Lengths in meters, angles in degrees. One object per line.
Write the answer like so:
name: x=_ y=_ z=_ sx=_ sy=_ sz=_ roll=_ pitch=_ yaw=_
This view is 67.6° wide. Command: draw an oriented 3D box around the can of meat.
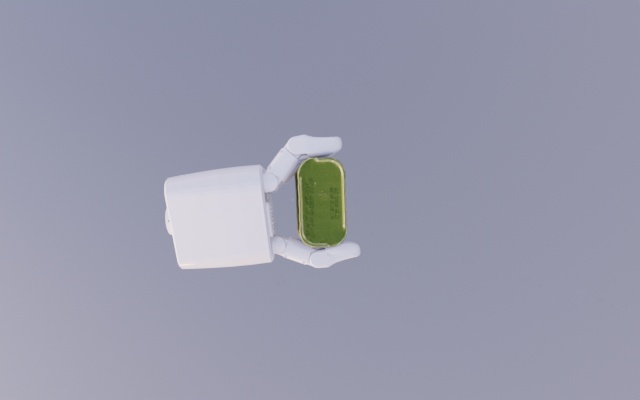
can of meat: x=0.000 y=0.002 z=0.545 sx=0.057 sy=0.102 sz=0.084 roll=-2 pitch=0 yaw=-2
